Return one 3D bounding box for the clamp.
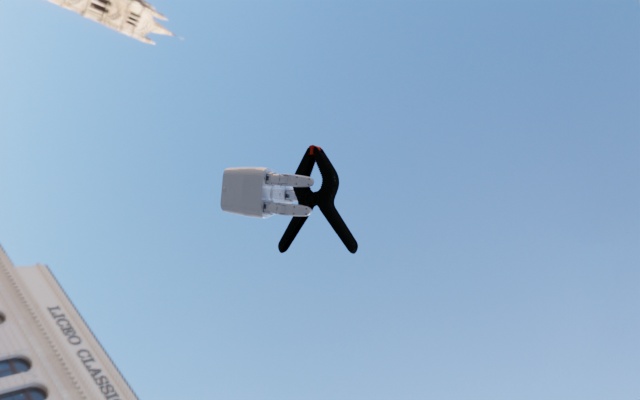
[{"bbox_3d":[0.000,0.002,0.891,0.164,0.210,0.036,5,0,27],"label":"clamp"}]
